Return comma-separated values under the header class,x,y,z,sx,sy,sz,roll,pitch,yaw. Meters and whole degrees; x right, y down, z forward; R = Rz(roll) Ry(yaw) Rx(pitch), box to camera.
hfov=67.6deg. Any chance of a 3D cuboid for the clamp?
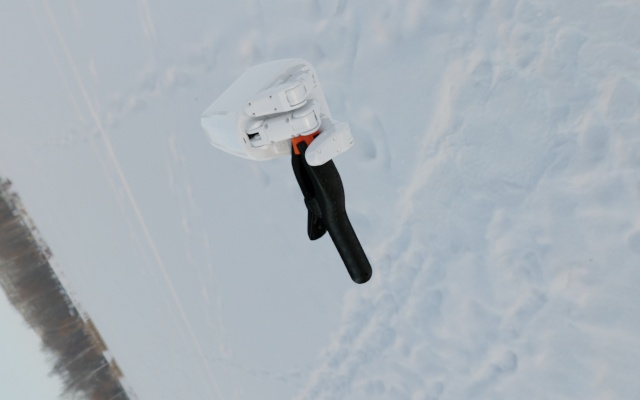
class,x,y,z,sx,sy,sz,roll,pitch,yaw
clamp,0.000,0.002,0.522,0.039,0.171,0.120,-28,25,-24
